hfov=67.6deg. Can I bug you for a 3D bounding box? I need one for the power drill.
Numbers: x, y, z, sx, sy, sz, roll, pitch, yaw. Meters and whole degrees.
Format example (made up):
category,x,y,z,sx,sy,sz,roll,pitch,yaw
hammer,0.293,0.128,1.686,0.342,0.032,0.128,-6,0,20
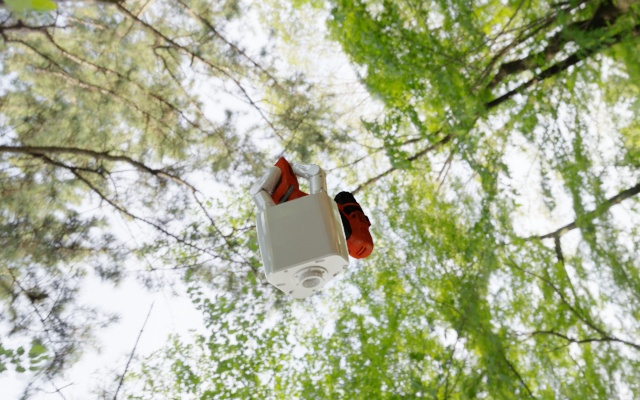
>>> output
category,x,y,z,sx,sy,sz,roll,pitch,yaw
power drill,0.000,0.003,0.797,0.188,0.057,0.184,29,19,-22
